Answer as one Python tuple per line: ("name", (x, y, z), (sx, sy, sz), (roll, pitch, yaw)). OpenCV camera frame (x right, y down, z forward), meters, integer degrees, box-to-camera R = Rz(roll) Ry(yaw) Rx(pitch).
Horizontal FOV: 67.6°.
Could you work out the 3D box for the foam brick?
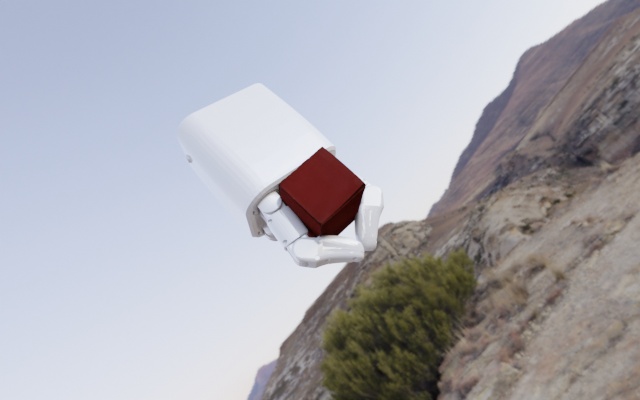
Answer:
("foam brick", (0.000, 0.001, 0.416), (0.053, 0.051, 0.078), (-41, -15, -17))
